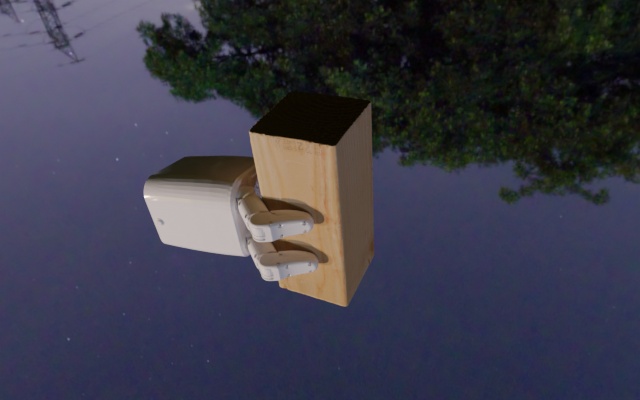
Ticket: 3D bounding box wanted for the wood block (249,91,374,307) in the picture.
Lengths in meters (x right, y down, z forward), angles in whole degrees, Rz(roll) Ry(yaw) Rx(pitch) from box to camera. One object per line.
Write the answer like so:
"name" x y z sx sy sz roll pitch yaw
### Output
"wood block" 0.000 0.002 0.506 0.090 0.206 0.090 12 42 22
